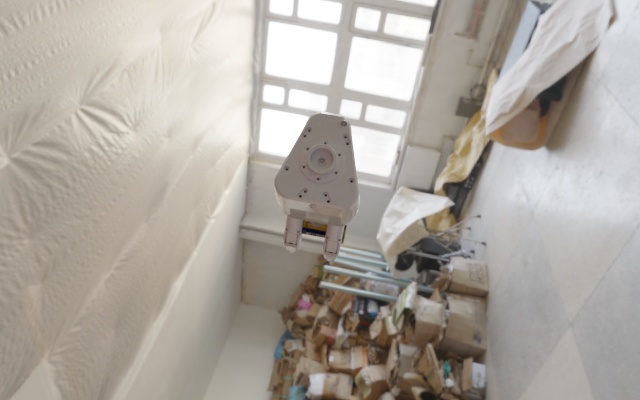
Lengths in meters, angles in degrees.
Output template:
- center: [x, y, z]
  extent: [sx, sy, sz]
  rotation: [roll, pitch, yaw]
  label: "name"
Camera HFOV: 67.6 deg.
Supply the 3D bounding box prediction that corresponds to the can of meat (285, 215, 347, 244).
- center: [0.000, 0.002, 0.665]
  extent: [0.084, 0.102, 0.057]
  rotation: [10, -6, 2]
  label: "can of meat"
